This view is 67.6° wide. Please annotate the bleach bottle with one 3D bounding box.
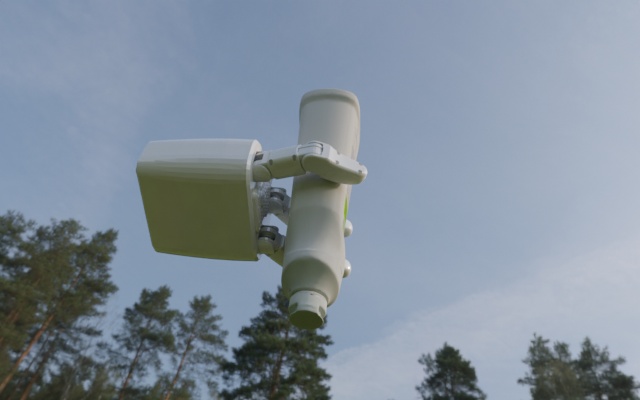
[{"bbox_3d":[0.000,0.002,0.462,0.068,0.103,0.250,2,45,6],"label":"bleach bottle"}]
